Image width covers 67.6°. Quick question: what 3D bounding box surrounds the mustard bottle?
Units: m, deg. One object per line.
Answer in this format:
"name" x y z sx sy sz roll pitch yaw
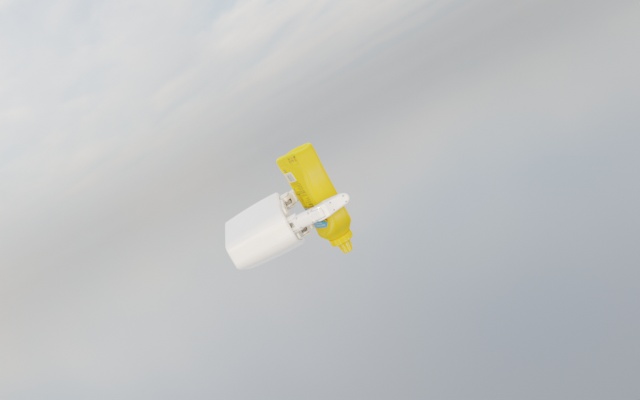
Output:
"mustard bottle" 0.000 0.002 0.783 0.058 0.191 0.096 -33 10 -22
